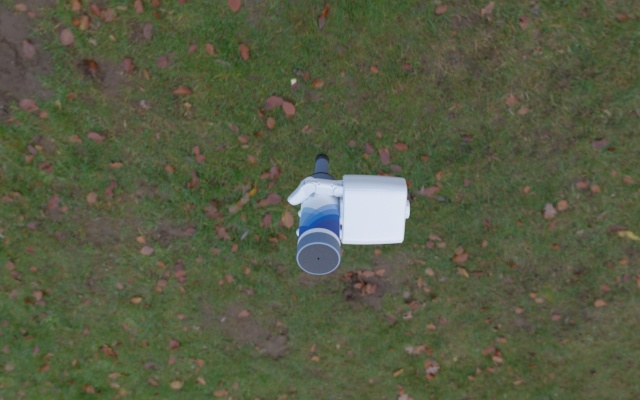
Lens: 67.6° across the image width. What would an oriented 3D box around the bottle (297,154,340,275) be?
[{"bbox_3d":[0.000,0.003,0.839,0.069,0.069,0.295,0,36,2],"label":"bottle"}]
